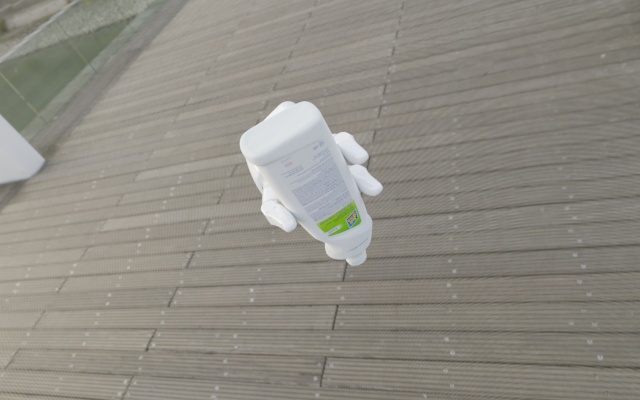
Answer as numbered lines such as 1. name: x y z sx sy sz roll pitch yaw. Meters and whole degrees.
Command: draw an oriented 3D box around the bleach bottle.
1. bleach bottle: 0.000 0.002 0.614 0.102 0.251 0.068 -30 39 -2
